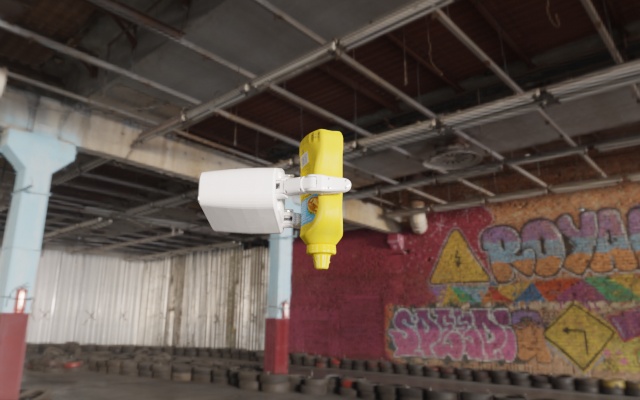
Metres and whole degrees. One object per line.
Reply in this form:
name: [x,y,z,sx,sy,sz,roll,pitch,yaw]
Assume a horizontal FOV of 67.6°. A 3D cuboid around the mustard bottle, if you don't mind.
mustard bottle: [0.000,0.002,0.686,0.058,0.191,0.096,5,-15,-20]
